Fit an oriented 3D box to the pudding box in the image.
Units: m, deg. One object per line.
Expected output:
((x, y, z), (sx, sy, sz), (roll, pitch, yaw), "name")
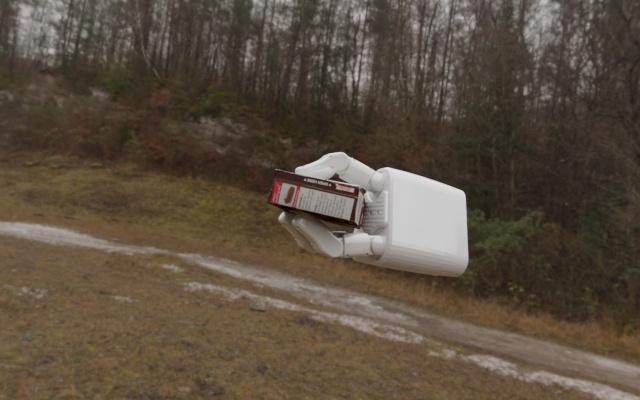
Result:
((0.000, 0.002, 0.509), (0.090, 0.039, 0.113), (12, -7, 8), "pudding box")
